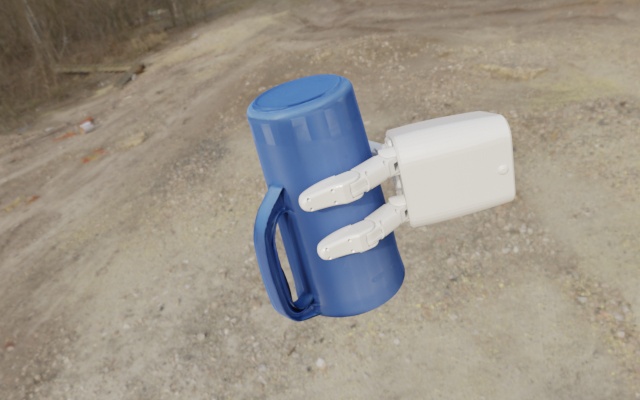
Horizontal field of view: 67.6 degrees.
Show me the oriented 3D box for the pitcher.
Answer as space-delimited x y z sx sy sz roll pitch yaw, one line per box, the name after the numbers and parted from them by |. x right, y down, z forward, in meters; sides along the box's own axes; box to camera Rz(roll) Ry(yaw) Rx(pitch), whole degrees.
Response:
0.000 0.002 0.512 0.145 0.243 0.149 -13 28 7 | pitcher
